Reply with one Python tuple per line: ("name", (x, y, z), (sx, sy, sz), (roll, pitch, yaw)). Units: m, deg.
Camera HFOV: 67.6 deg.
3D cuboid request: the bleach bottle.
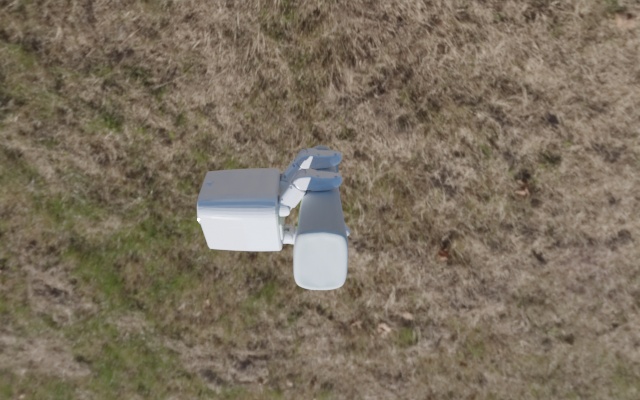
("bleach bottle", (0.000, 0.002, 0.680), (0.068, 0.103, 0.250), (1, 35, -1))
